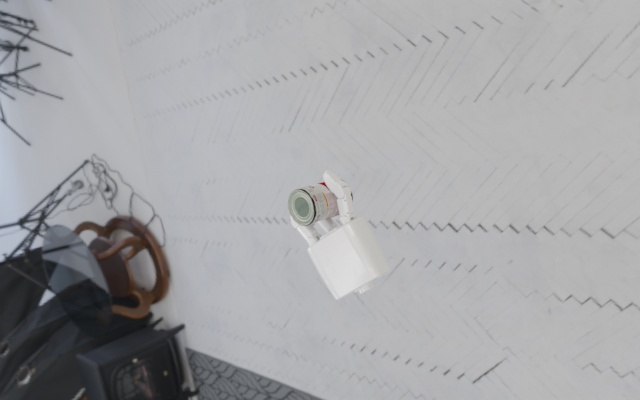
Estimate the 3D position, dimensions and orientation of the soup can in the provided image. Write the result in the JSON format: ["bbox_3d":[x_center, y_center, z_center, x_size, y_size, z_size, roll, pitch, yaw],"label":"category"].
[{"bbox_3d":[0.000,0.002,0.853,0.068,0.068,0.102,0,12,44],"label":"soup can"}]
